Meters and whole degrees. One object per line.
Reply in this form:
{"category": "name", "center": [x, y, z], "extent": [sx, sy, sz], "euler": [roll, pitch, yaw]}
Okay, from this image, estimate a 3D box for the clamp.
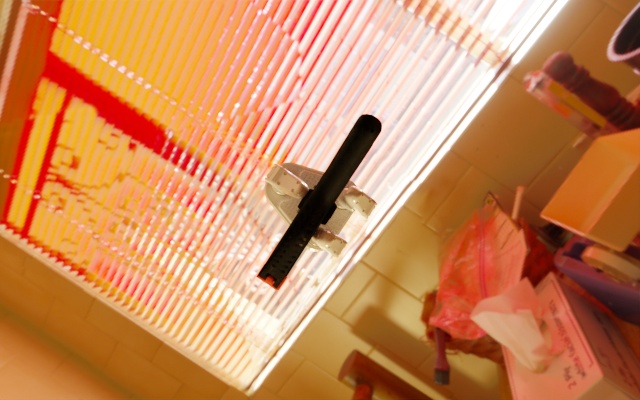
{"category": "clamp", "center": [-0.001, 0.002, 0.501], "extent": [0.036, 0.210, 0.164], "euler": [34, -3, 3]}
